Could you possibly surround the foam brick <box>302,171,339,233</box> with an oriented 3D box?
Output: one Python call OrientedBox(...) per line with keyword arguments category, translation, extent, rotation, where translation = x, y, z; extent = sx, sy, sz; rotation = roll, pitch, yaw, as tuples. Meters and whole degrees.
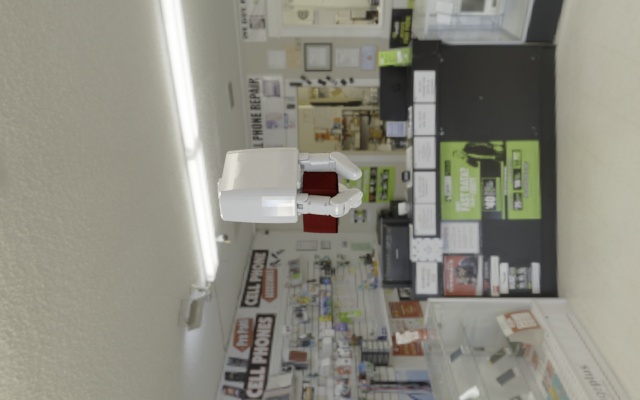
OrientedBox(category="foam brick", translation=(0.000, 0.003, 0.699), extent=(0.051, 0.078, 0.053), rotation=(-1, 32, 0))
